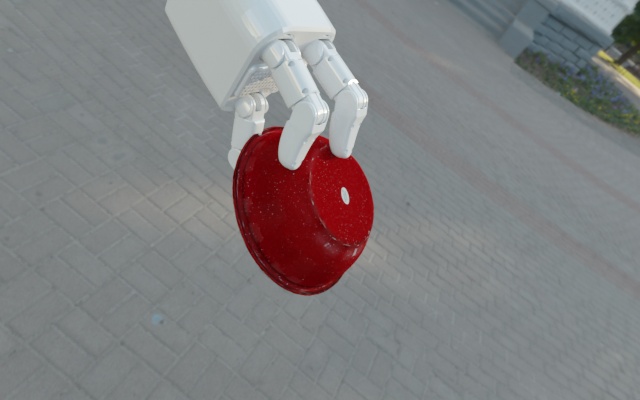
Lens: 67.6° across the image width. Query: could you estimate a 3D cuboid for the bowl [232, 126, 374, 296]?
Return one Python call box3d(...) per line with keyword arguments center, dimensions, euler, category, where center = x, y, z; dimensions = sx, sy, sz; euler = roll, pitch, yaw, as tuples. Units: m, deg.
box3d(center=(0.001, 0.002, 0.431), dimensions=(0.055, 0.162, 0.162), euler=(-18, -11, 37), category="bowl")
